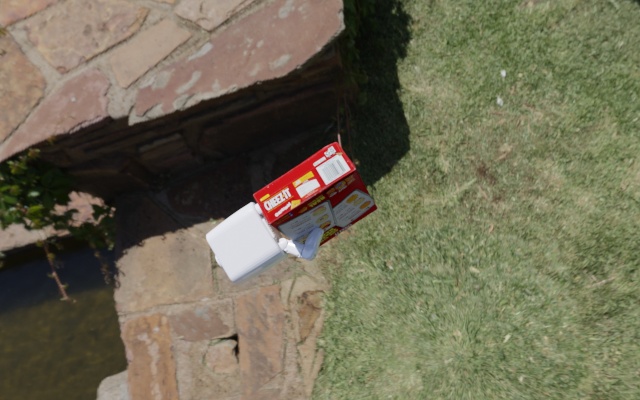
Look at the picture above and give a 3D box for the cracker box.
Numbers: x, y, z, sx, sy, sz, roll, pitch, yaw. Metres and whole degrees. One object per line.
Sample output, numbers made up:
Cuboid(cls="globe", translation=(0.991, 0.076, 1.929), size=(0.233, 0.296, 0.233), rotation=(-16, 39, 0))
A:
Cuboid(cls="cracker box", translation=(0.000, 0.003, 0.848), size=(0.164, 0.072, 0.214), rotation=(-33, -24, 4))
